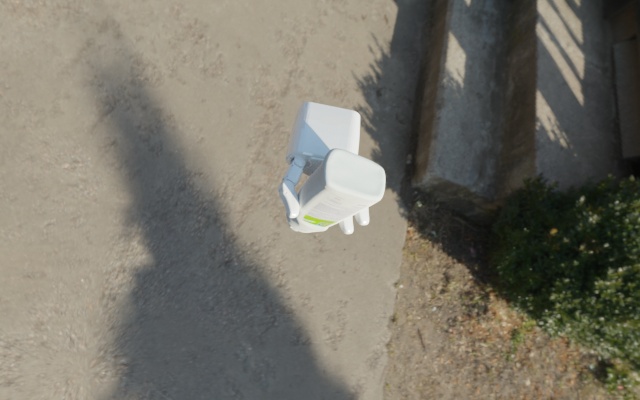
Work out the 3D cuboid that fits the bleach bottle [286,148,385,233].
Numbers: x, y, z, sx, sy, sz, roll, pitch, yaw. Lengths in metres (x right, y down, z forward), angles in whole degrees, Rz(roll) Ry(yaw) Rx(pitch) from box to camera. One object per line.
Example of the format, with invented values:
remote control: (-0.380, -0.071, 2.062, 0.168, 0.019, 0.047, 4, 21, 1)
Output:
bleach bottle: (0.000, 0.003, 0.778, 0.102, 0.068, 0.251, 18, -25, -20)
